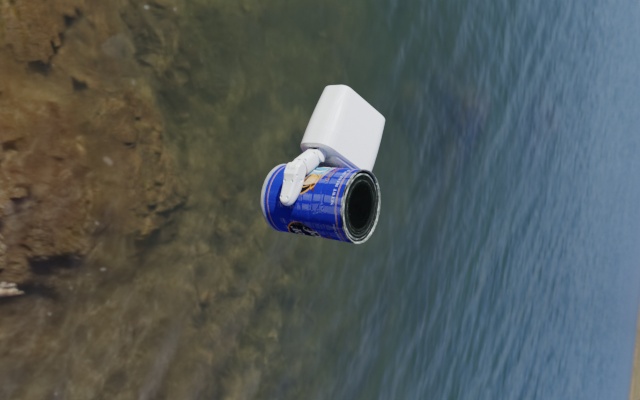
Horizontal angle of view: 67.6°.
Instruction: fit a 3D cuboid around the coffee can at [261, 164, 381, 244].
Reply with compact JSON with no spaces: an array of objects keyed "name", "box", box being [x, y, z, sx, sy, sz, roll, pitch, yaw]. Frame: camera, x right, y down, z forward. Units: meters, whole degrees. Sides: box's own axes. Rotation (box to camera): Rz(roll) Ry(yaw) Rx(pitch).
[{"name":"coffee can","box":[0.000,0.002,0.683,0.140,0.103,0.103,6,4,35]}]
